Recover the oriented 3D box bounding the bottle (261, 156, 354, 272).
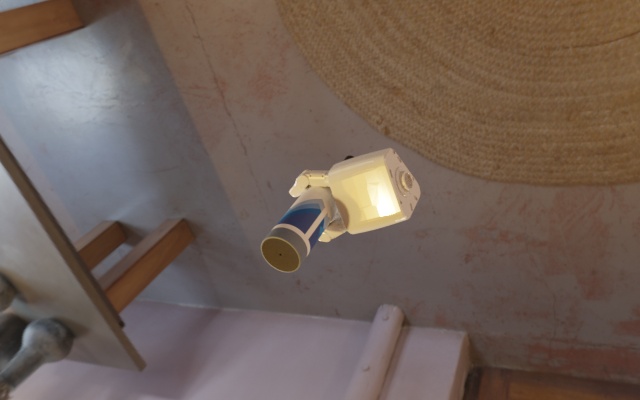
[{"bbox_3d":[0.000,0.003,0.811,0.069,0.069,0.295,0,32,28],"label":"bottle"}]
